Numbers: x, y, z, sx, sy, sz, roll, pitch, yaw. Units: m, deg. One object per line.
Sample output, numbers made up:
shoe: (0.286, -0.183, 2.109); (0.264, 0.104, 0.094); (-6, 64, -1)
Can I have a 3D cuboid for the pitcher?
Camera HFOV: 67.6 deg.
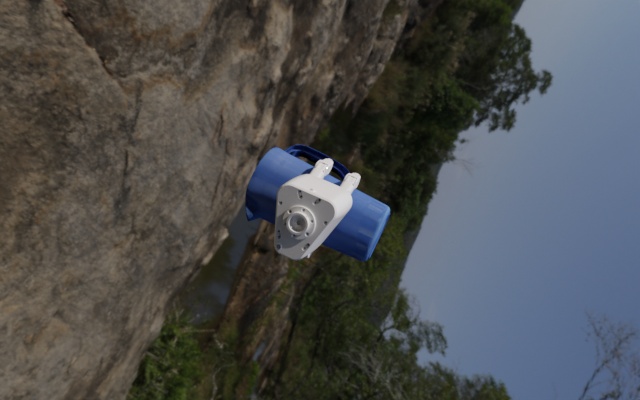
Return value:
pitcher: (0.000, 0.003, 0.859); (0.243, 0.149, 0.145); (25, 13, 9)
